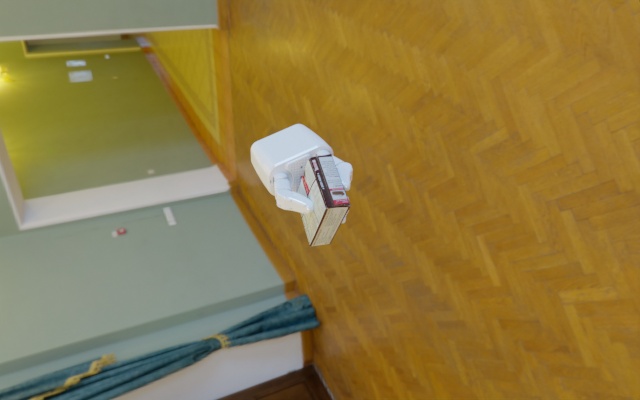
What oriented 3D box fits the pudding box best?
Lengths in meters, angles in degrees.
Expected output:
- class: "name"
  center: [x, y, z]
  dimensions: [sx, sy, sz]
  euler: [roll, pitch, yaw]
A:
- class: "pudding box"
  center: [0.000, 0.002, 0.692]
  dimensions: [0.039, 0.090, 0.114]
  euler: [-9, -29, -19]
